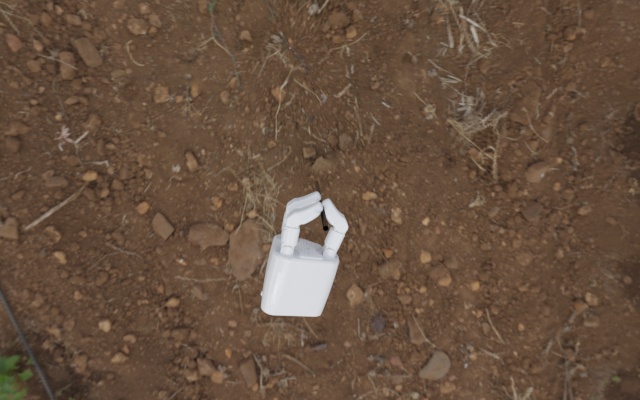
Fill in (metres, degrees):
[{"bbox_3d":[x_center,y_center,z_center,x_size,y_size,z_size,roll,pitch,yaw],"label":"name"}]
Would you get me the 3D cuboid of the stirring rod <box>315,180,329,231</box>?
[{"bbox_3d":[0.000,0.003,0.778,0.011,0.011,0.239,0,18,-4],"label":"stirring rod"}]
